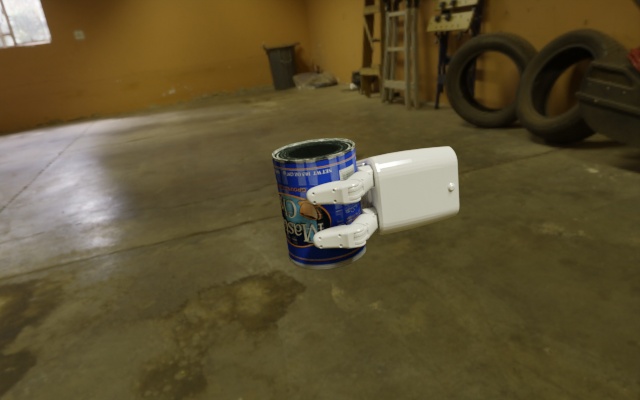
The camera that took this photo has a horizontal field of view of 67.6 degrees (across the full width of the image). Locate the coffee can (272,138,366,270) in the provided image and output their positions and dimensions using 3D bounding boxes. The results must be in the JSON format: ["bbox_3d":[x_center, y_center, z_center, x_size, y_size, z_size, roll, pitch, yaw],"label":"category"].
[{"bbox_3d":[0.000,0.002,0.603,0.103,0.140,0.102,-7,19,3],"label":"coffee can"}]
